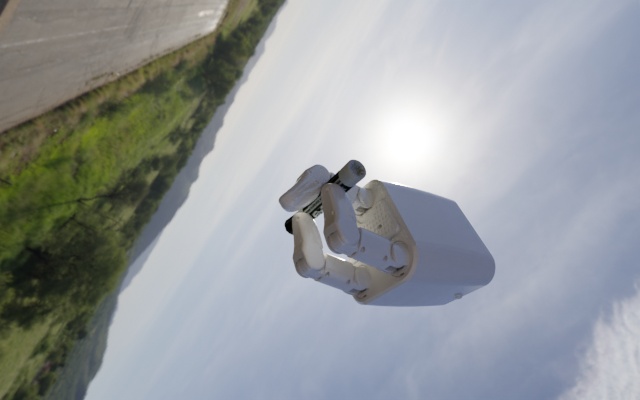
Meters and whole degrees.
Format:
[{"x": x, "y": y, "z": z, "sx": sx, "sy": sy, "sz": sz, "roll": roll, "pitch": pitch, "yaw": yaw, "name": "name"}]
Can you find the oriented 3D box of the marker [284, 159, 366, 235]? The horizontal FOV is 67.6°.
[{"x": 0.000, "y": 0.001, "z": 0.438, "sx": 0.020, "sy": 0.020, "sz": 0.121, "roll": 0, "pitch": -28, "yaw": -35, "name": "marker"}]
